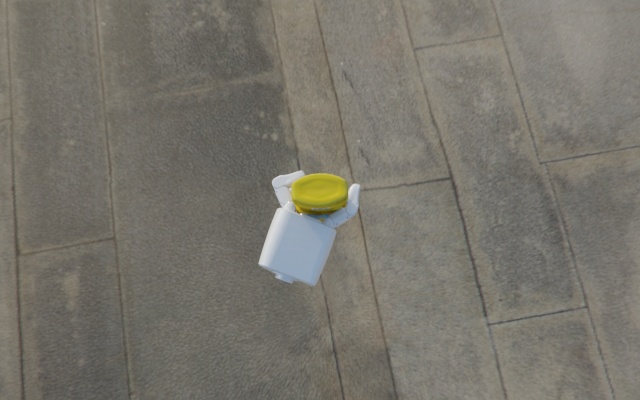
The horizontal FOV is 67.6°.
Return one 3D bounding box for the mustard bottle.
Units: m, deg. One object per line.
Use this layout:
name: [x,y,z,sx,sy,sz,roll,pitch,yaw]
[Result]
mustard bottle: [0.000,0.003,0.885,0.096,0.058,0.192,-5,-13,0]
